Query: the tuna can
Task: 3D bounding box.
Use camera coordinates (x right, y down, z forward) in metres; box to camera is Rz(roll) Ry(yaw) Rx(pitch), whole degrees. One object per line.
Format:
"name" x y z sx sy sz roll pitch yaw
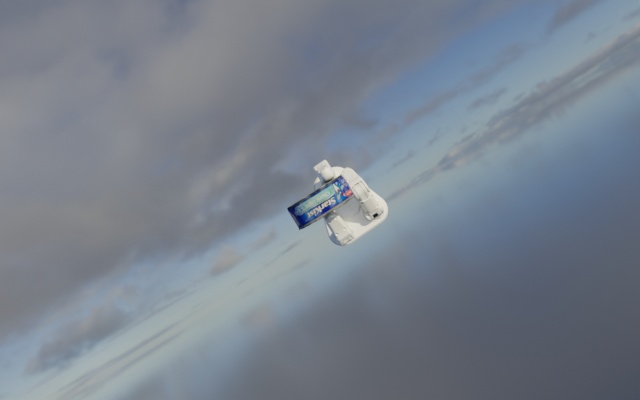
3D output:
"tuna can" 0.000 0.002 0.623 0.086 0.034 0.086 -32 1 1
